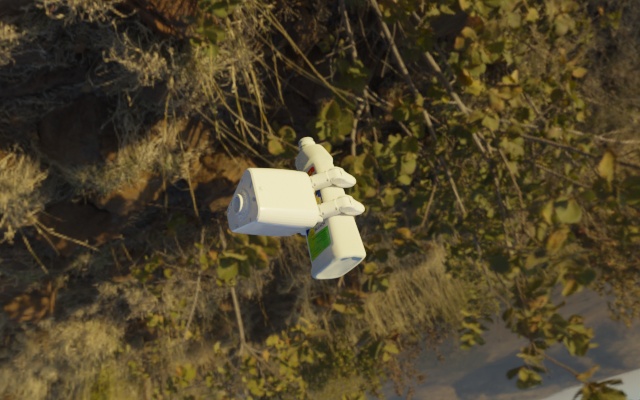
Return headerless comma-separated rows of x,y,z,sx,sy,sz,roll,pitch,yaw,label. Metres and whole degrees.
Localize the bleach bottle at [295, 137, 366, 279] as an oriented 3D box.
0.000,0.003,0.835,0.068,0.250,0.103,3,-33,-34,bleach bottle
